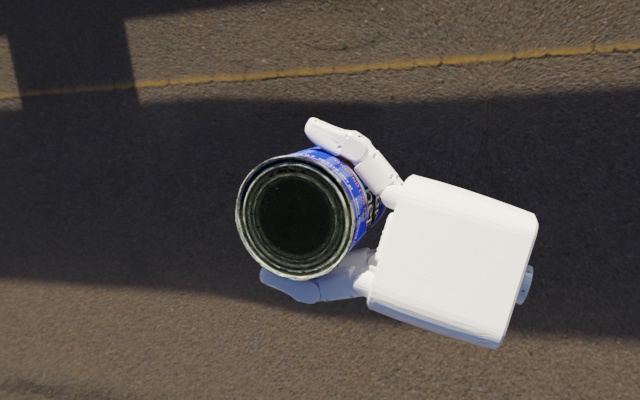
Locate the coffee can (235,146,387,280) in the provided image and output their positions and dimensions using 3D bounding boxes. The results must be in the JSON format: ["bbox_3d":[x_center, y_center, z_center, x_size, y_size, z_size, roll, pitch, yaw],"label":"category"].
[{"bbox_3d":[0.000,0.001,0.442,0.103,0.103,0.140,0,11,19],"label":"coffee can"}]
